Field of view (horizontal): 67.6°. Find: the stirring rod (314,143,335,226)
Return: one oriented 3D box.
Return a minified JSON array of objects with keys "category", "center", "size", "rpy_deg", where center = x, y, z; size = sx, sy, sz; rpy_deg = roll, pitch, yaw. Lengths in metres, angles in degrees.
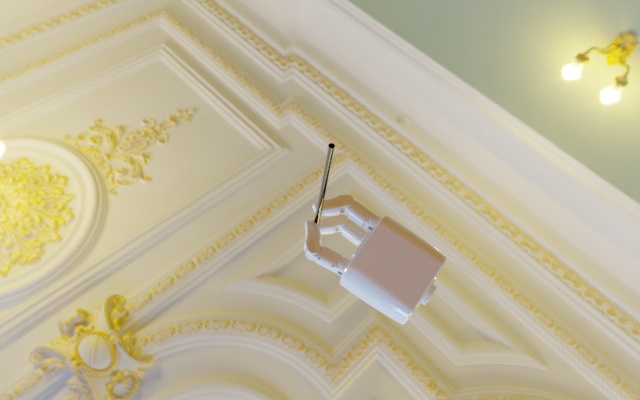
[{"category":"stirring rod","center":[0.000,0.002,0.655],"size":[0.011,0.011,0.240],"rpy_deg":[0,-33,-7]}]
